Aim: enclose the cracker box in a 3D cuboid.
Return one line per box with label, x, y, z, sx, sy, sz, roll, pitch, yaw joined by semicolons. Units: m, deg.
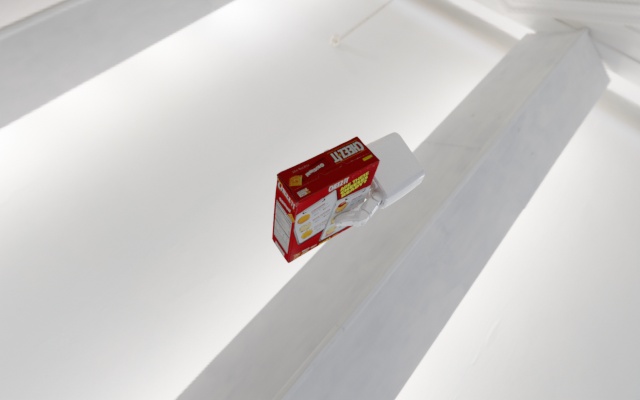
cracker box;0.000;0.003;0.839;0.164;0.072;0.214;-28;-25;-23
